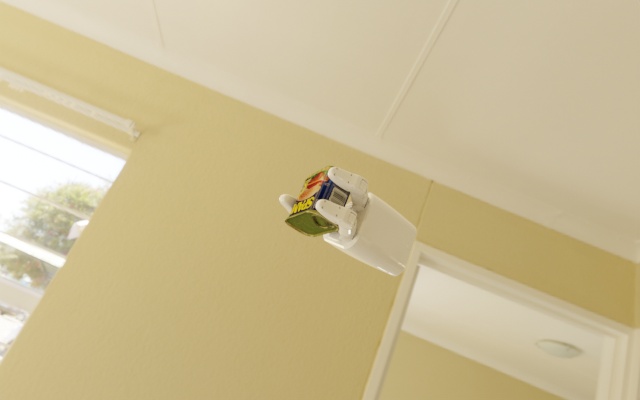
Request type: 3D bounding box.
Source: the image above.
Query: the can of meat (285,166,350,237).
[{"bbox_3d":[0.000,0.002,0.730,0.057,0.084,0.102,32,-24,-20],"label":"can of meat"}]
